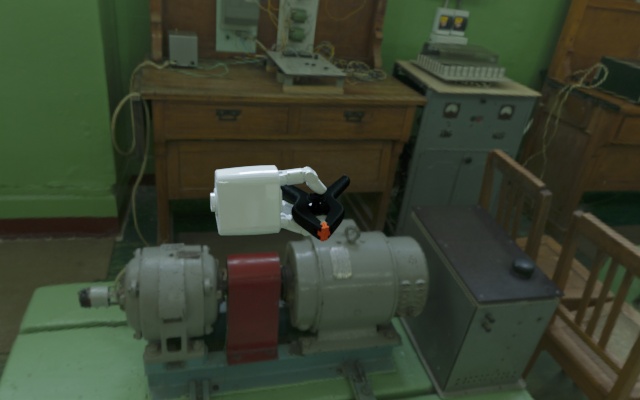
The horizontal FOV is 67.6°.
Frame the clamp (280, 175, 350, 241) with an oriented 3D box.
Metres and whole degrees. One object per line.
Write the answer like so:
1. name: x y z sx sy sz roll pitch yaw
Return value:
1. clamp: 0.000 0.002 0.877 0.164 0.036 0.210 -5 31 -15
